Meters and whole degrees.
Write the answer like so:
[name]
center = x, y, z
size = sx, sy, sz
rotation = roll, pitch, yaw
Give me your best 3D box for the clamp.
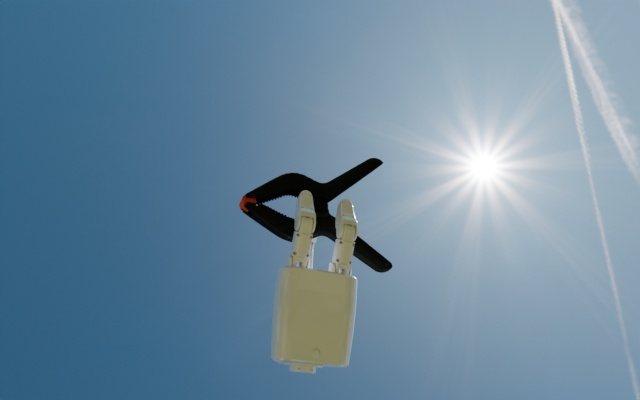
[clamp]
center = -0.001, 0.002, 0.638
size = 0.210, 0.164, 0.036
rotation = 11, -24, -15
